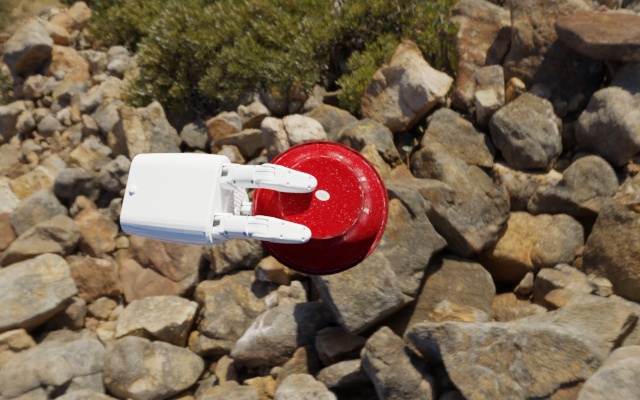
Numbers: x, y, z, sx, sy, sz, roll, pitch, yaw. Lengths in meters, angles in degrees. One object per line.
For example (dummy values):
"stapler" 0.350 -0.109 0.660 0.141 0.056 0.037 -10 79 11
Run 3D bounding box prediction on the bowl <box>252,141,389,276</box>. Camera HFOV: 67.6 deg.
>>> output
"bowl" 0.001 0.001 0.536 0.162 0.162 0.055 0 -12 -1
